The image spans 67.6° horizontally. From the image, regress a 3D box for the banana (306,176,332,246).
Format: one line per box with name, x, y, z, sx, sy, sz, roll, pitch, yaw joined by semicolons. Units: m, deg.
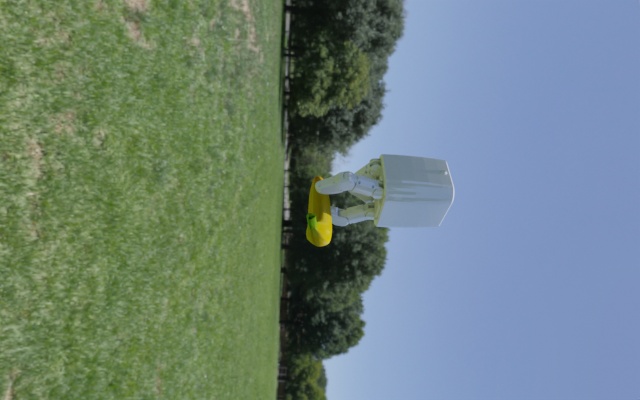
banana;-0.001;0.021;0.718;0.037;0.070;0.197;3;18;-1
